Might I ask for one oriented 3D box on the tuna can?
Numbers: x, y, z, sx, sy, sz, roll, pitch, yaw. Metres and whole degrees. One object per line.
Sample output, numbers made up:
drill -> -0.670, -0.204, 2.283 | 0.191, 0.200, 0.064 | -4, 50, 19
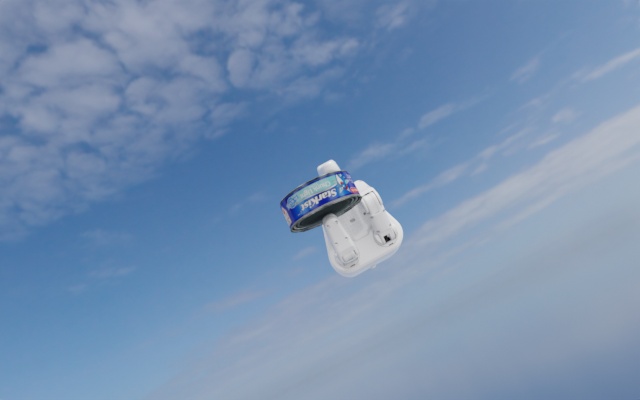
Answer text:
tuna can -> 0.000, 0.001, 0.521 | 0.086, 0.033, 0.086 | -25, -13, -6
